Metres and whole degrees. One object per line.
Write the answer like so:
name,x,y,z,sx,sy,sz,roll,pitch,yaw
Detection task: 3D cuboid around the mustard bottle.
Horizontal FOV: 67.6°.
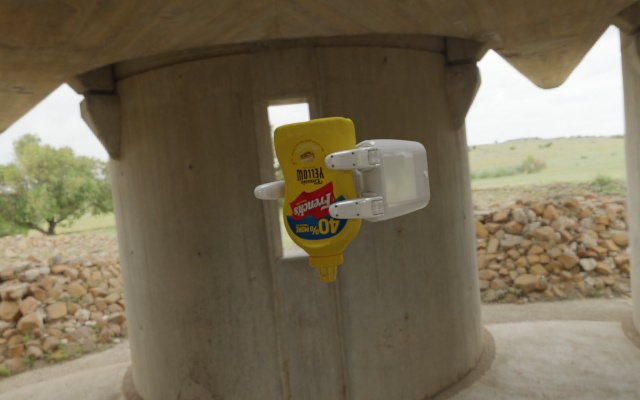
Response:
mustard bottle,0.000,0.002,0.571,0.096,0.191,0.058,-5,3,21
